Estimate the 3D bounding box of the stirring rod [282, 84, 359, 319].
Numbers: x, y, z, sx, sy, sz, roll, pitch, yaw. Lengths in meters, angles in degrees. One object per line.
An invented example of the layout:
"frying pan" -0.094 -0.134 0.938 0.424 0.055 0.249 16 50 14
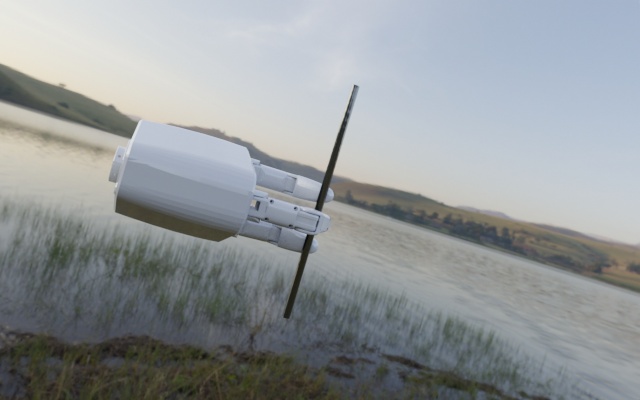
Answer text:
"stirring rod" 0.000 0.002 0.475 0.011 0.239 0.011 17 1 0
